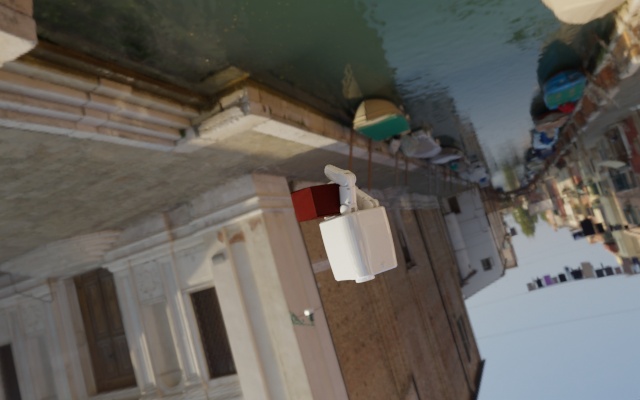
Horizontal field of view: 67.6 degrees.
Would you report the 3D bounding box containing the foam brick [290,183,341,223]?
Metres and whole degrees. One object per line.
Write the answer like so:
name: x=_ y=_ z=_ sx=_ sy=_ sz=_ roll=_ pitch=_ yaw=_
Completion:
foam brick: x=0.000 y=0.003 z=0.788 sx=0.078 sy=0.051 sz=0.053 roll=-9 pitch=-4 yaw=-42
